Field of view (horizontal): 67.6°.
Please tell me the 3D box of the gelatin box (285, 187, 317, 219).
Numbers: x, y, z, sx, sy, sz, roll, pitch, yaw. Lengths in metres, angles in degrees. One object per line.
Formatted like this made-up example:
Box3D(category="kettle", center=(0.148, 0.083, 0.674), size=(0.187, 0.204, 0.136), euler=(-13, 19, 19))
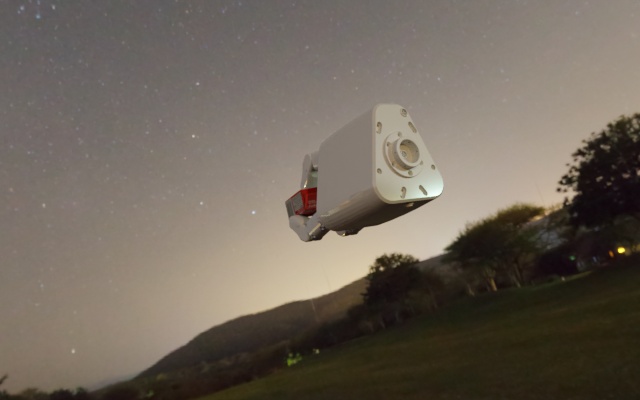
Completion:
Box3D(category="gelatin box", center=(0.000, 0.002, 0.627), size=(0.073, 0.030, 0.089), euler=(-9, -7, -19))
